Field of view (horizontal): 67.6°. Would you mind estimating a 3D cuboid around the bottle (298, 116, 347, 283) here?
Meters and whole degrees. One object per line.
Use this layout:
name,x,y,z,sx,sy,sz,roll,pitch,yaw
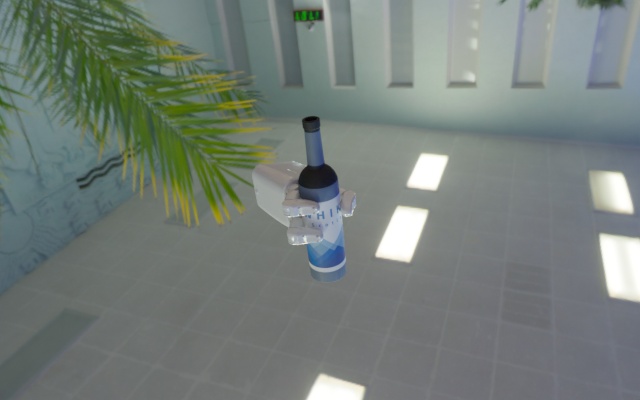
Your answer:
bottle,0.000,0.003,0.798,0.069,0.296,0.069,-5,30,3
